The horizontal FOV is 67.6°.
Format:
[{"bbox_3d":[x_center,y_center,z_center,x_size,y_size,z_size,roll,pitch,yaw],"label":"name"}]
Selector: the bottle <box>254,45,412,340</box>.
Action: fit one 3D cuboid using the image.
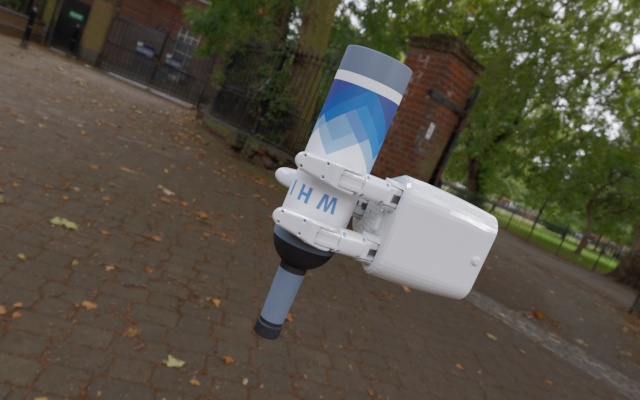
[{"bbox_3d":[0.000,0.001,0.471,0.069,0.296,0.069,22,8,-3],"label":"bottle"}]
